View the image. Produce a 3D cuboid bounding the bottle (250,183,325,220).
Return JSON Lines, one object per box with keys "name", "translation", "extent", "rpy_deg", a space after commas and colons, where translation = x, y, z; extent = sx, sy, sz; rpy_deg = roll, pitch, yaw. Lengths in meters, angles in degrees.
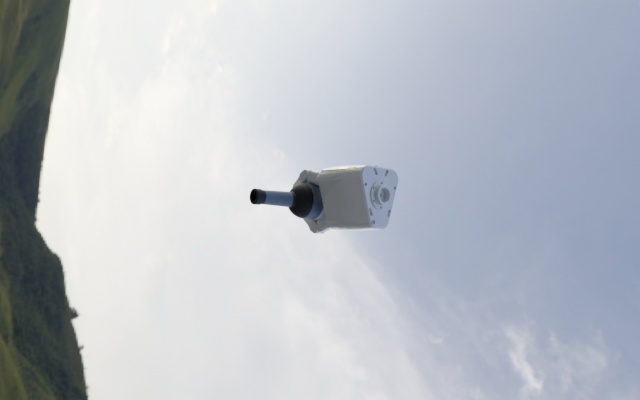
{"name": "bottle", "translation": [0.000, 0.003, 0.898], "extent": [0.296, 0.069, 0.069], "rpy_deg": [5, -3, -40]}
